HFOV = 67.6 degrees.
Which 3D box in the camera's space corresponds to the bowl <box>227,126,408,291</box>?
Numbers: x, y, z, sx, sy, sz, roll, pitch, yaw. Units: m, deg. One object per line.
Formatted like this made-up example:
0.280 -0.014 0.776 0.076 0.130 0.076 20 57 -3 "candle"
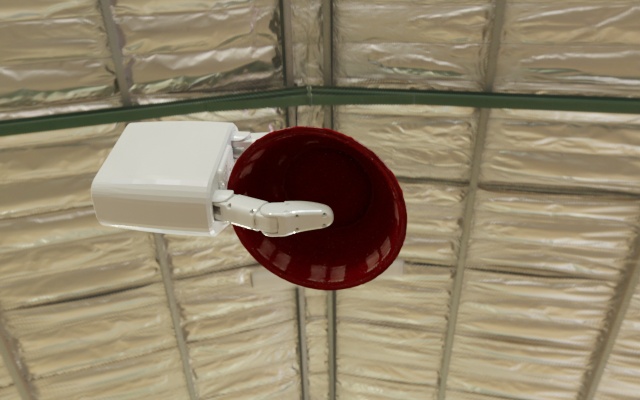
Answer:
0.001 0.002 0.434 0.162 0.162 0.055 0 28 16 "bowl"
